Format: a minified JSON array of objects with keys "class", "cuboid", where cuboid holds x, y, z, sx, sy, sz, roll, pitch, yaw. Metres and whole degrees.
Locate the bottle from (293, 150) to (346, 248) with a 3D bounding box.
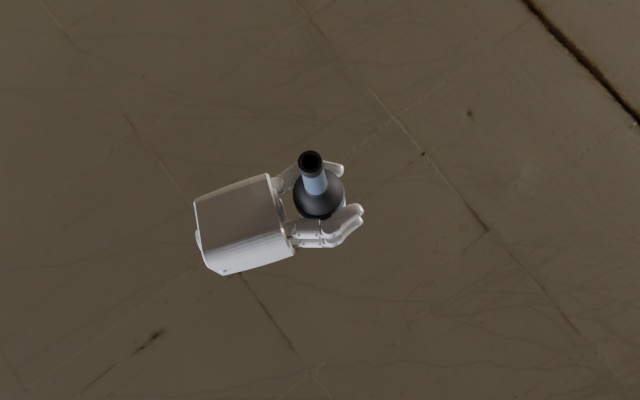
[{"class":"bottle","cuboid":[0.000,0.002,0.645,0.069,0.069,0.296,0,-17,5]}]
